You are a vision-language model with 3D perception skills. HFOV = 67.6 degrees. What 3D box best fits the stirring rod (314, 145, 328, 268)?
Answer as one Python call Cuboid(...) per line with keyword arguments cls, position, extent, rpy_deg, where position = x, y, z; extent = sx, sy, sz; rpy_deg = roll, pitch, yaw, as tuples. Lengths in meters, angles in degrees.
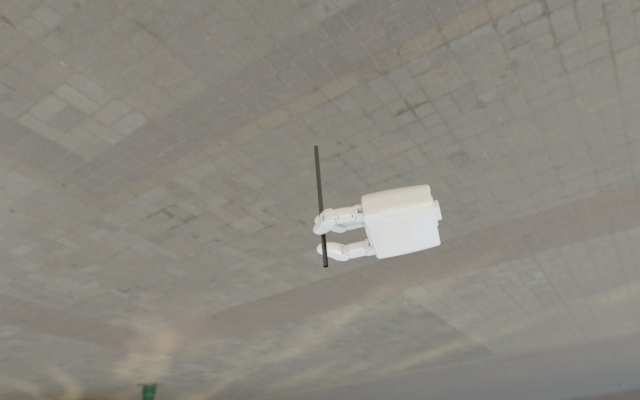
Cuboid(cls="stirring rod", position=(0.000, 0.003, 0.820), extent=(0.011, 0.239, 0.011), rpy_deg=(-3, -31, -2))
